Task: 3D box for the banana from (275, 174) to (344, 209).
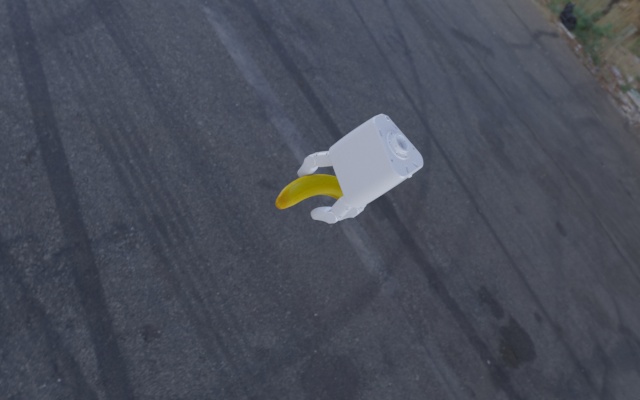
[{"bbox_3d":[0.000,-0.015,0.853,0.198,0.069,0.037,5,-22,-42],"label":"banana"}]
